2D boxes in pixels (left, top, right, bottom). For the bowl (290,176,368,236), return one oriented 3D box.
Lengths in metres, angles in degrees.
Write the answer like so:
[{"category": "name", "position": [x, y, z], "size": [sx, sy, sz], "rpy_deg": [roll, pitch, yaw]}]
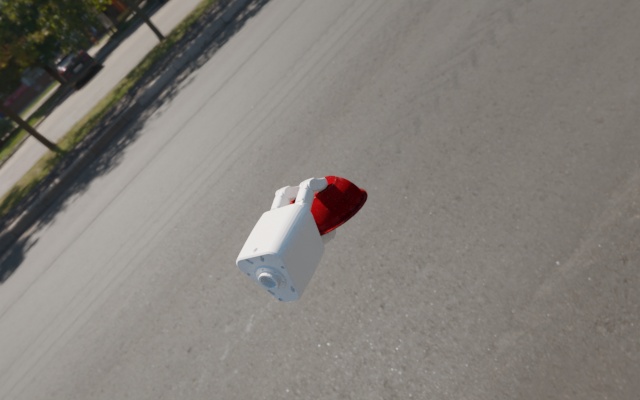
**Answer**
[{"category": "bowl", "position": [0.000, 0.002, 0.848], "size": [0.162, 0.055, 0.162], "rpy_deg": [-27, 18, 10]}]
